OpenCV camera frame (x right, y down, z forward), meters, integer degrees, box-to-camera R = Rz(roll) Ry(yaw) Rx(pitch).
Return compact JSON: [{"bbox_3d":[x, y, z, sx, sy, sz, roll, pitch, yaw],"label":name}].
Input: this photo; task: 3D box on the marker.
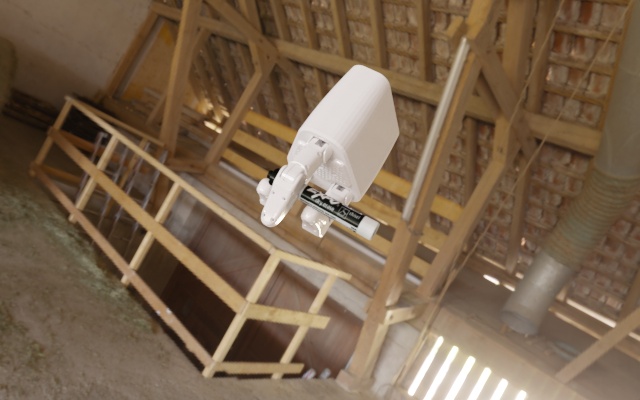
[{"bbox_3d":[0.000,0.002,0.463,0.121,0.020,0.020,29,7,14],"label":"marker"}]
